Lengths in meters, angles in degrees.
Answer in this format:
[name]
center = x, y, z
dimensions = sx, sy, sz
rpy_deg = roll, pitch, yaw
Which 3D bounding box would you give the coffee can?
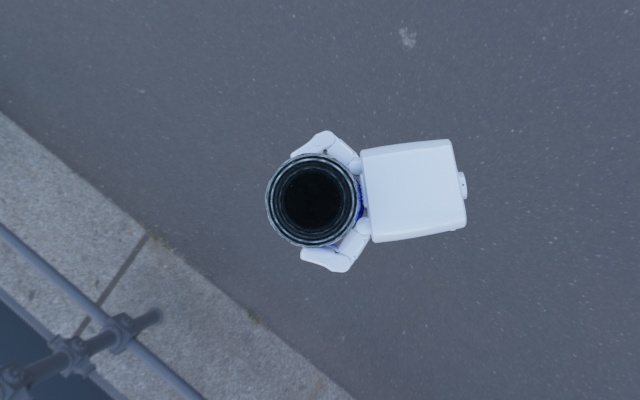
[coffee can]
center = 0.000, 0.002, 0.576
dimensions = 0.103, 0.103, 0.140
rpy_deg = 0, -1, 8
